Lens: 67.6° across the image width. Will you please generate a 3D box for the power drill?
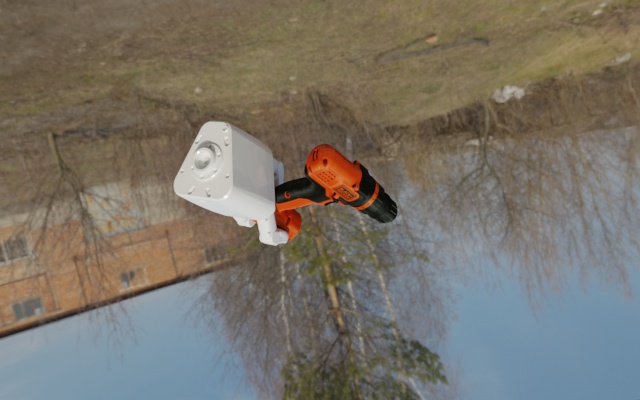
[{"bbox_3d":[0.000,0.002,0.718,0.188,0.057,0.184,-23,-44,33],"label":"power drill"}]
